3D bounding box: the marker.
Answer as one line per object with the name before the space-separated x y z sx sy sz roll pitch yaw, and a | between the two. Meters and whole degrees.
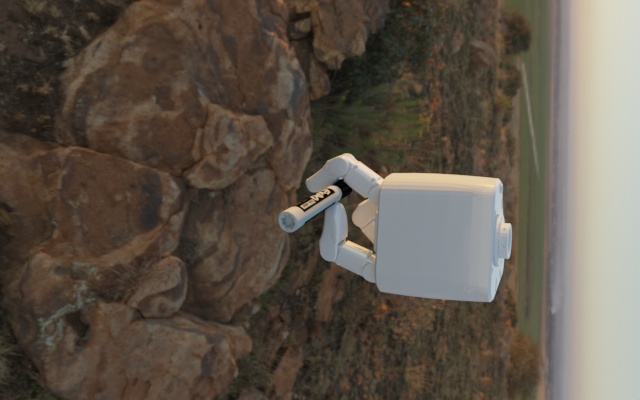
marker | 0.000 0.001 0.448 0.020 0.020 0.121 0 16 28
